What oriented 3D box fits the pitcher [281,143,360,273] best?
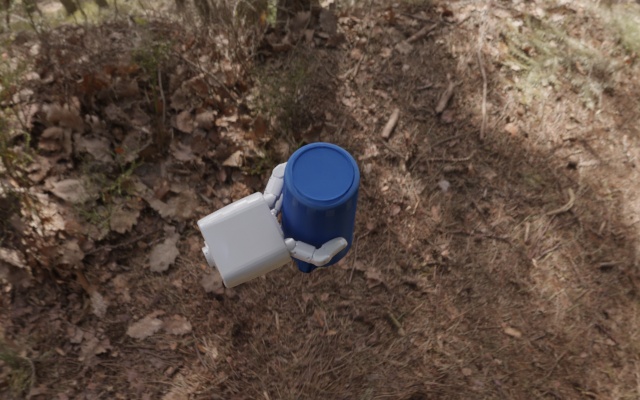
[{"bbox_3d":[0.000,0.003,0.776,0.145,0.149,0.243,-24,-22,-13],"label":"pitcher"}]
